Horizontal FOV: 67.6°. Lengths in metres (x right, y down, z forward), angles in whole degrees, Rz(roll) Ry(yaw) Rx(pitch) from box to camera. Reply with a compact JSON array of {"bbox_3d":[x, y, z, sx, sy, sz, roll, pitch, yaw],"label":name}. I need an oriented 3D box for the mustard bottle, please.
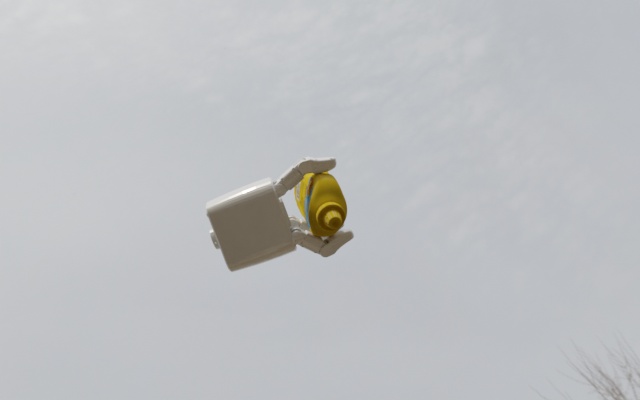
[{"bbox_3d":[0.000,0.002,0.737,0.058,0.096,0.191,2,17,-12],"label":"mustard bottle"}]
